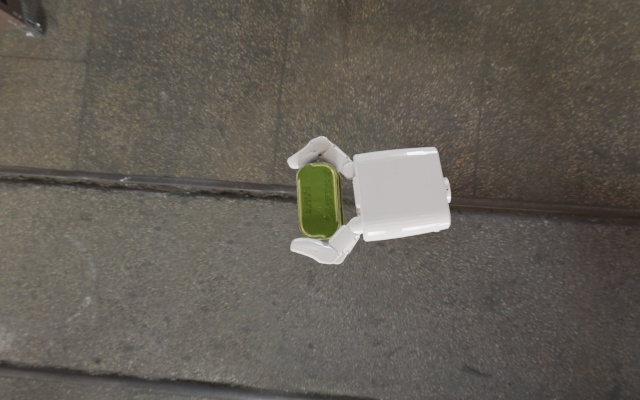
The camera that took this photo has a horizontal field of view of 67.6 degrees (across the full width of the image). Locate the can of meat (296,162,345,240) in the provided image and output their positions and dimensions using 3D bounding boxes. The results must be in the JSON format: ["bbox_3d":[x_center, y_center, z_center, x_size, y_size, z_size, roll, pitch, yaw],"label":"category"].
[{"bbox_3d":[0.000,0.002,0.635,0.057,0.102,0.084,-4,-3,4],"label":"can of meat"}]
